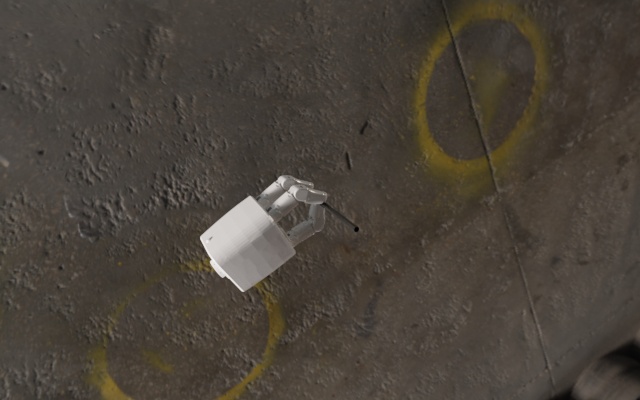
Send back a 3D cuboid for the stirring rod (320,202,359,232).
[{"bbox_3d":[0.000,0.003,0.754,0.011,0.011,0.239,0,18,-26],"label":"stirring rod"}]
